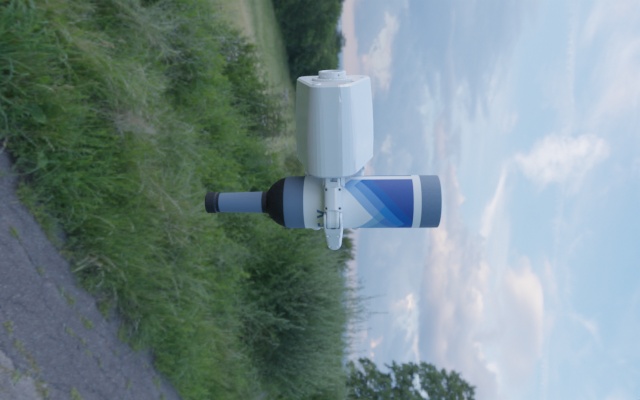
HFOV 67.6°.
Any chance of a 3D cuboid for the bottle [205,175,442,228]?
[{"bbox_3d":[0.000,0.002,0.610,0.296,0.069,0.069,0,0,4],"label":"bottle"}]
